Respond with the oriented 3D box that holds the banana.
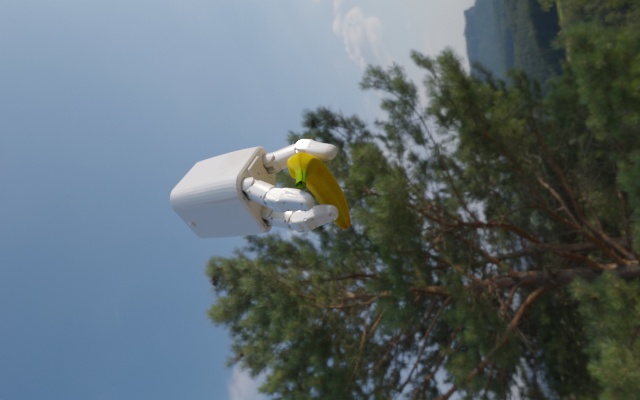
[{"bbox_3d":[-0.002,-0.016,0.630,0.037,0.069,0.198,-11,-21,18],"label":"banana"}]
